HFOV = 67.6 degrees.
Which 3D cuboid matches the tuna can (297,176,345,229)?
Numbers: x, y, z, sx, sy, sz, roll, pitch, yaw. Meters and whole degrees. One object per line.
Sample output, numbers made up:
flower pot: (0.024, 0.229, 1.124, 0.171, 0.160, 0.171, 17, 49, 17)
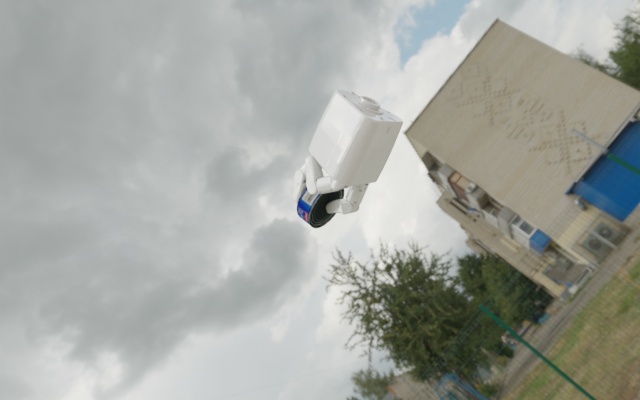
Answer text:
tuna can: (0.000, 0.002, 0.809, 0.033, 0.086, 0.086, 36, 19, 28)
